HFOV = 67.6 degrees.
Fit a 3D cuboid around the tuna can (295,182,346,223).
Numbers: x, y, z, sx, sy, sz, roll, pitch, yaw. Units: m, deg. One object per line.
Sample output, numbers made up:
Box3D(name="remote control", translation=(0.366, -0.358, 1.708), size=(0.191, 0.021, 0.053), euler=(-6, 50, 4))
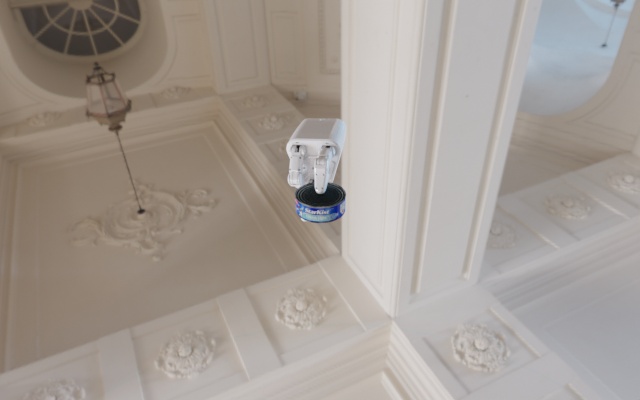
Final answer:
Box3D(name="tuna can", translation=(0.000, 0.003, 0.805), size=(0.086, 0.034, 0.086), euler=(0, 30, 0))
